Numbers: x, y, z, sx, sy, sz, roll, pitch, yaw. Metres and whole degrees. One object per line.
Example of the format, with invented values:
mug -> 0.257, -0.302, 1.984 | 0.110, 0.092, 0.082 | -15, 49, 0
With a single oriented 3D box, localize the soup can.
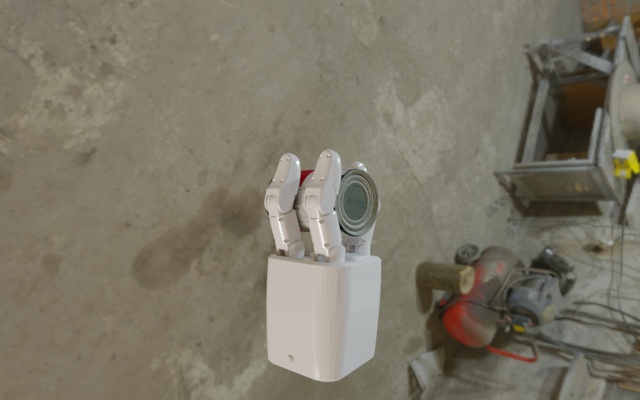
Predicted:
soup can -> 0.000, 0.001, 0.492 | 0.102, 0.068, 0.068 | 1, 1, 45
